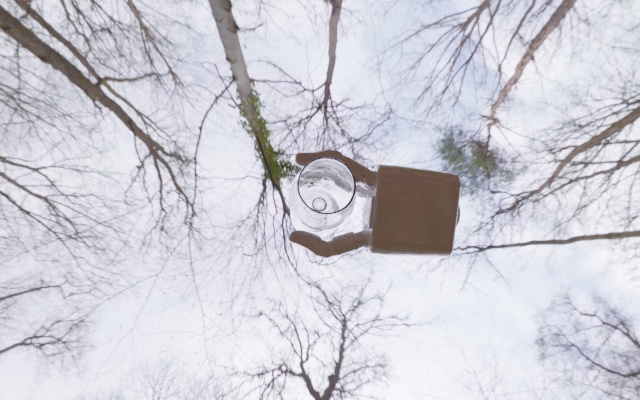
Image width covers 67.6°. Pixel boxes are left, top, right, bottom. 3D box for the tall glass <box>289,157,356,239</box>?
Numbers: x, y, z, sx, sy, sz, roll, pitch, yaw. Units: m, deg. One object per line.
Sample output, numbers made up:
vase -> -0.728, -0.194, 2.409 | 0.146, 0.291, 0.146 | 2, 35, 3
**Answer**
tall glass -> 0.000, 0.002, 0.593 | 0.079, 0.079, 0.201 | 0, -10, -4
